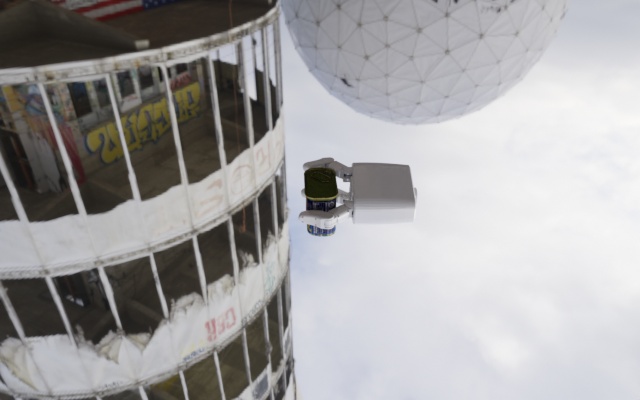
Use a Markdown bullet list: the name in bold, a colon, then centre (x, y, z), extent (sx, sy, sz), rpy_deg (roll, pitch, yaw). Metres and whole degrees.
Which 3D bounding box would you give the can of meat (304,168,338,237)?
- **can of meat**: centre (0.000, 0.003, 0.849), extent (0.057, 0.084, 0.102), rpy_deg (-2, 34, -2)
